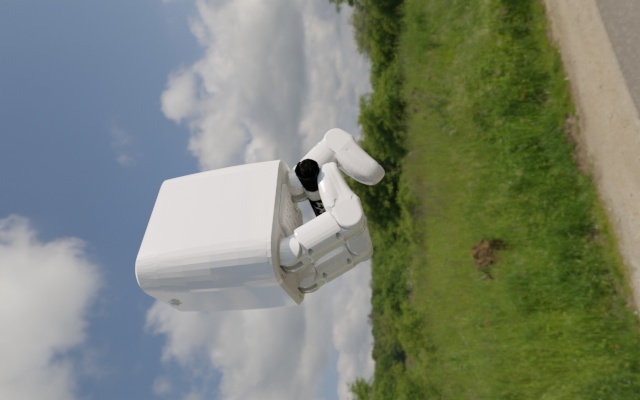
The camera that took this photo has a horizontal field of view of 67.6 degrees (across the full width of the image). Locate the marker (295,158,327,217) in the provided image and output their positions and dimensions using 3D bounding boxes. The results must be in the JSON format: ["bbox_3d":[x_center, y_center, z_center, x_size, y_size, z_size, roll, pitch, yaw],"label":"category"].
[{"bbox_3d":[0.000,0.001,0.404,0.020,0.020,0.121,0,-27,12],"label":"marker"}]
